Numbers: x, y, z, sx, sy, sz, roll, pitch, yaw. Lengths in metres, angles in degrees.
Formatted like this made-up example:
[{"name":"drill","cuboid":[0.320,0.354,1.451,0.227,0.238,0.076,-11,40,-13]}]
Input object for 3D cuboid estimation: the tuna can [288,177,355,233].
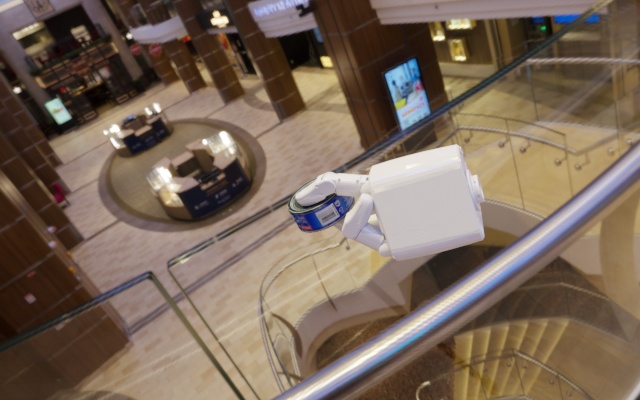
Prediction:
[{"name":"tuna can","cuboid":[0.000,0.002,0.629,0.086,0.034,0.086,-24,27,13]}]
